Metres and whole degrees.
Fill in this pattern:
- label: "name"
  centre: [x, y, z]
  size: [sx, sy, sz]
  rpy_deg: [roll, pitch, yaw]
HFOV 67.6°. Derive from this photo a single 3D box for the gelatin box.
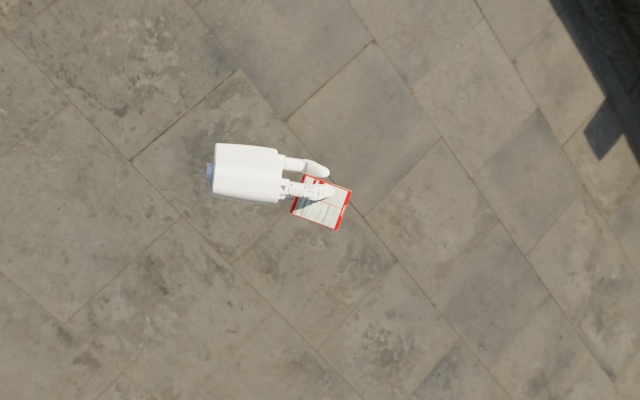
- label: "gelatin box"
  centre: [0.001, 0.003, 0.825]
  size: [0.089, 0.073, 0.030]
  rpy_deg: [20, 1, -8]
